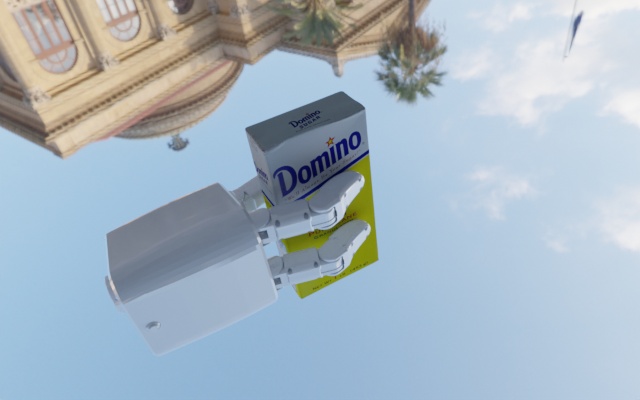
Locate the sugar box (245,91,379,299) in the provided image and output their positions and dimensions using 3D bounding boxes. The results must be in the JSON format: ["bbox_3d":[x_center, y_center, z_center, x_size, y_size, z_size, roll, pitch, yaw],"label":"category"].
[{"bbox_3d":[0.000,0.002,0.429,0.093,0.176,0.048,-25,44,-16],"label":"sugar box"}]
